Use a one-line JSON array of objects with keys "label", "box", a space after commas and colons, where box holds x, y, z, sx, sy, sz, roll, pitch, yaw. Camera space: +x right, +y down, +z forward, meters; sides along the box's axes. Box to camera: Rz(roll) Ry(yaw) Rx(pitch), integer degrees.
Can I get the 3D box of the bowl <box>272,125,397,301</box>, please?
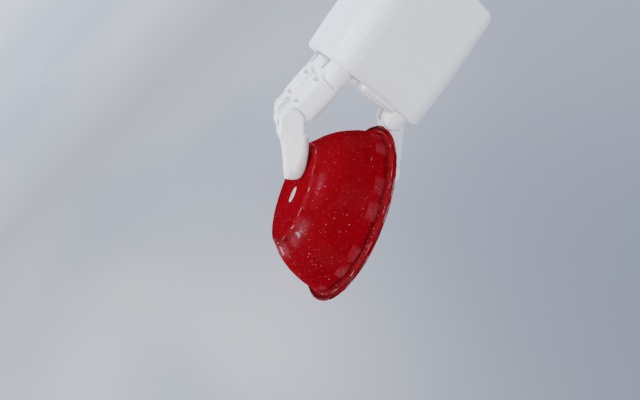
[{"label": "bowl", "box": [-0.001, 0.002, 0.416, 0.055, 0.162, 0.162, 20, -6, -17]}]
